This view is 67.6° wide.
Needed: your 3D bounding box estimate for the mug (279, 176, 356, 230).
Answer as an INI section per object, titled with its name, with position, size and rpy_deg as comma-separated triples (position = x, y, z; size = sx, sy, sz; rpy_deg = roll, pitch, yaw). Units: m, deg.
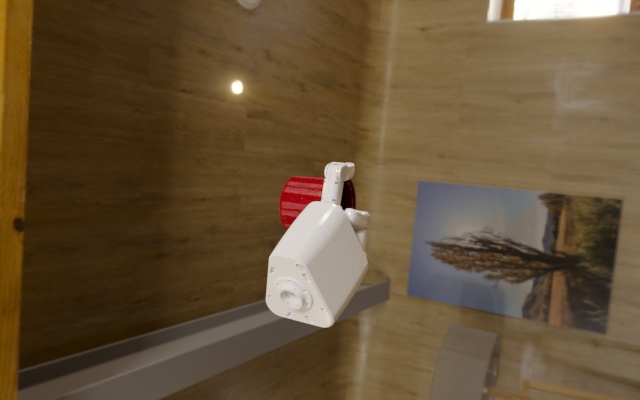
[mug]
position = 0.001, 0.001, 0.681
size = 0.081, 0.093, 0.117
rpy_deg = 6, 34, 26
